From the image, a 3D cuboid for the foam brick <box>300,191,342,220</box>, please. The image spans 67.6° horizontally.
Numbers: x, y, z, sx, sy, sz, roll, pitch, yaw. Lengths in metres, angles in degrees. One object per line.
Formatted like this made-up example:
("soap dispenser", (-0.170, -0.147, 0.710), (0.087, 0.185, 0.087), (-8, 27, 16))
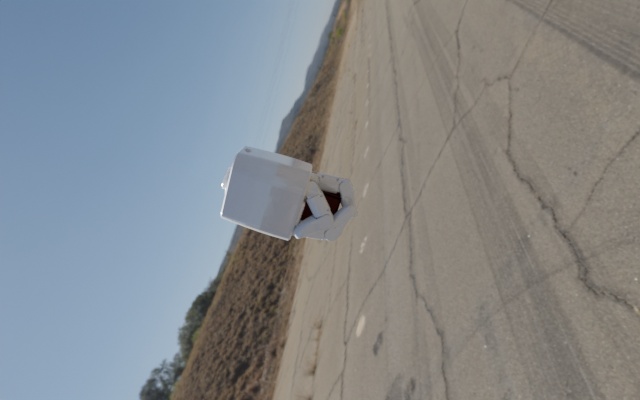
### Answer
("foam brick", (0.000, 0.002, 0.738), (0.051, 0.053, 0.078), (16, 15, -4))
